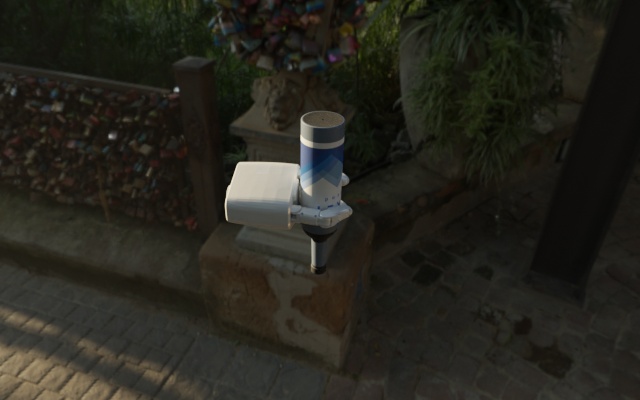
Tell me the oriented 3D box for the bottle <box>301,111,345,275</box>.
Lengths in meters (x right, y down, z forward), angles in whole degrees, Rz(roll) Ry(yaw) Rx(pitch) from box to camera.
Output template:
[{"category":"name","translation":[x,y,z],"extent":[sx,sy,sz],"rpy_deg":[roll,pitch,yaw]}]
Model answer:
[{"category":"bottle","translation":[0.000,0.002,0.793],"extent":[0.069,0.296,0.069],"rpy_deg":[1,32,-1]}]
